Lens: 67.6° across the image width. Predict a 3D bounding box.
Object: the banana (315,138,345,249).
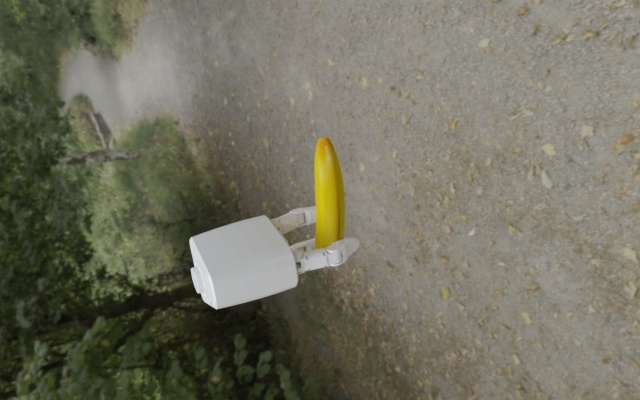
[{"bbox_3d":[0.008,0.015,0.639,0.037,0.198,0.069,-13,40,-20],"label":"banana"}]
